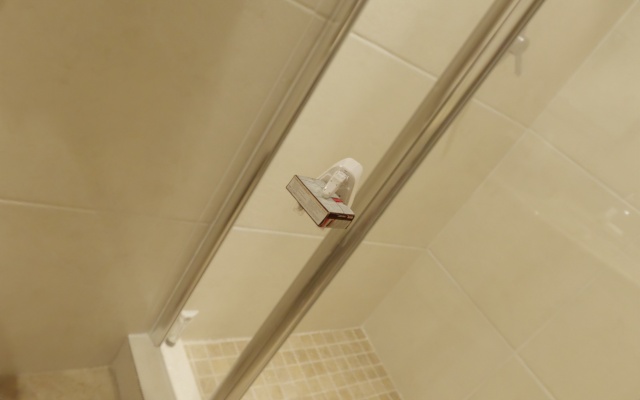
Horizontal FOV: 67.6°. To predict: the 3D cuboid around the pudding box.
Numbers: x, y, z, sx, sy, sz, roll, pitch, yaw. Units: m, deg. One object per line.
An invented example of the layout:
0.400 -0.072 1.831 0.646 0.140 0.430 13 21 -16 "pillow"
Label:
0.000 0.003 0.897 0.090 0.039 0.113 7 33 -52 "pudding box"
